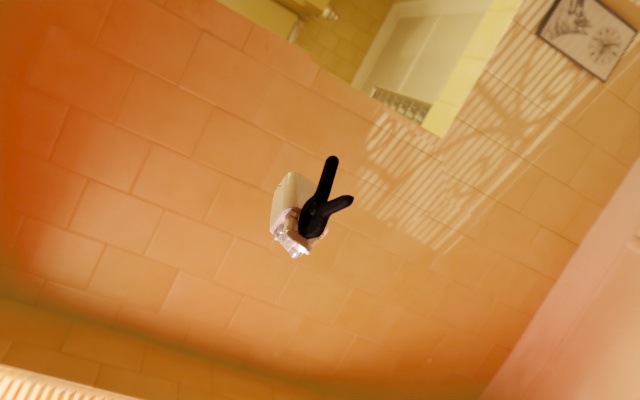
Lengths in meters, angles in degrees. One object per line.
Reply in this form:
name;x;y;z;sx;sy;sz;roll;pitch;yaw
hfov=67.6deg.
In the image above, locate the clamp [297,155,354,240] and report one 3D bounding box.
clamp;0.001;0.003;0.876;0.039;0.120;0.171;20;-46;-26
